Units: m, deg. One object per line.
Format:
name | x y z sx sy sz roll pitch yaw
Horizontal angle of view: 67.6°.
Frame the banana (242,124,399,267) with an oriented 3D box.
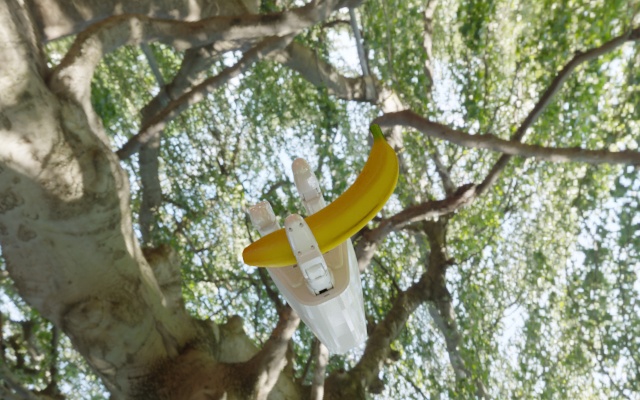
banana | 0.015 0.008 0.463 0.069 0.197 0.037 33 -21 36
